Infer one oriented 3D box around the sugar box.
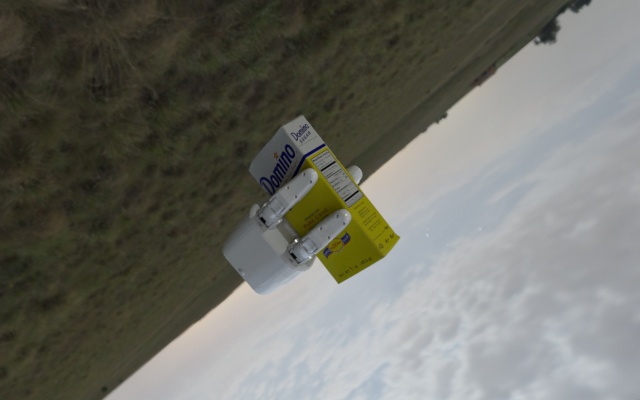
[{"bbox_3d":[0.000,0.002,0.539,0.048,0.176,0.093,-40,-1,-43],"label":"sugar box"}]
